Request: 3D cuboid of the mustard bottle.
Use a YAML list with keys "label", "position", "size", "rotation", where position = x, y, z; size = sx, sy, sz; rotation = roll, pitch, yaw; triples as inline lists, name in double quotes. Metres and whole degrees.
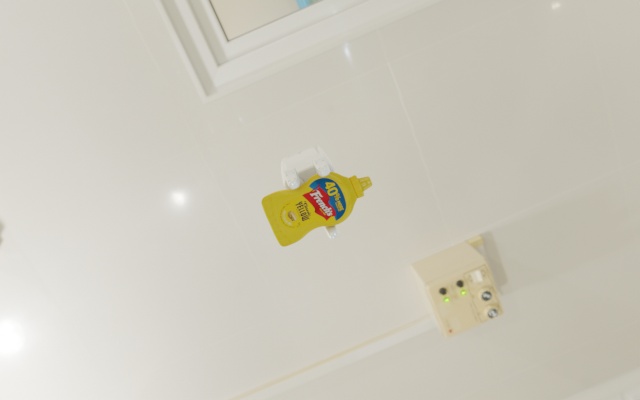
- label: "mustard bottle"
  position: [0.000, 0.003, 0.841]
  size: [0.191, 0.096, 0.058]
  rotation: [-23, 5, 1]
